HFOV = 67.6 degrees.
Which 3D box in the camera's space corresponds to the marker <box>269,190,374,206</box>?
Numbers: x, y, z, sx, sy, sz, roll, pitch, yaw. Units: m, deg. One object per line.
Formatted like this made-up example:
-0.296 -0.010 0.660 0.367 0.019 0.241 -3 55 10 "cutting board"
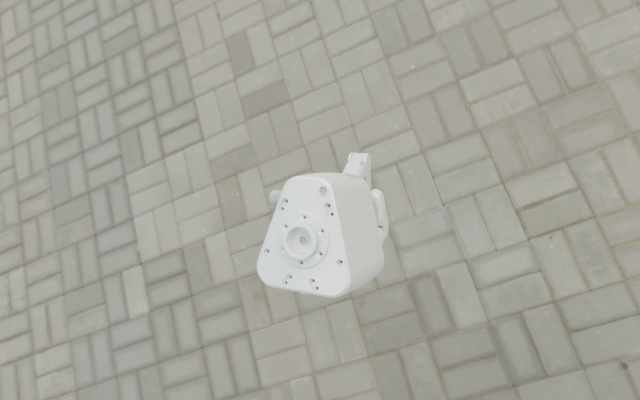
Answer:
0.000 0.002 0.536 0.121 0.020 0.020 5 2 21 "marker"
